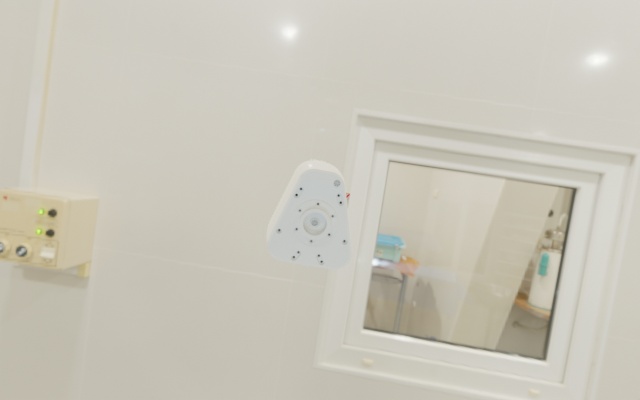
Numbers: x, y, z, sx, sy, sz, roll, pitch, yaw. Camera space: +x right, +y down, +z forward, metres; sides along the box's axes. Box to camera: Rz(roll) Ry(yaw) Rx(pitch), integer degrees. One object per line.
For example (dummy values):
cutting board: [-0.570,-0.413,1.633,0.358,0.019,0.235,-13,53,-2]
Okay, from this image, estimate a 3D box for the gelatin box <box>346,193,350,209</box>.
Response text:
gelatin box: [0.000,0.002,0.694,0.073,0.030,0.089,11,11,9]
